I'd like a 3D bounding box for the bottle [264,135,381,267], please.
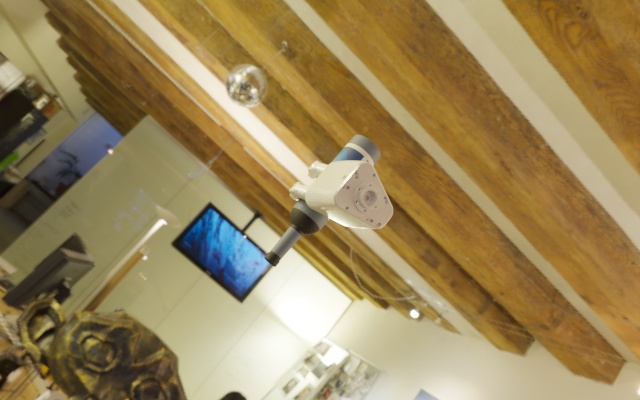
[{"bbox_3d":[0.000,0.003,0.895,0.069,0.295,0.069,37,-16,12],"label":"bottle"}]
